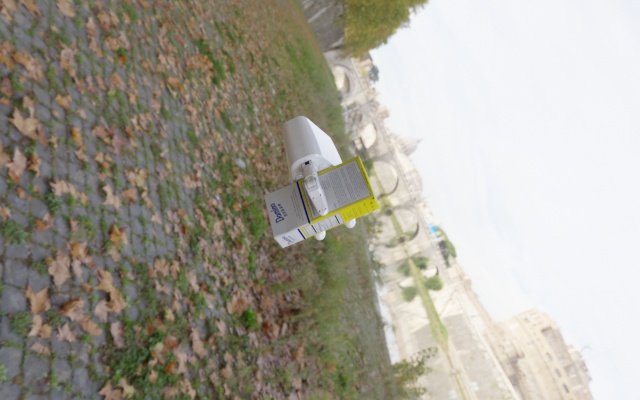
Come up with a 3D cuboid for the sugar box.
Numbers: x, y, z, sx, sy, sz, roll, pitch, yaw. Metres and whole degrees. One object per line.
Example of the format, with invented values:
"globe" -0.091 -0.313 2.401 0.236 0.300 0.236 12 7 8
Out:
"sugar box" 0.000 0.003 0.792 0.176 0.093 0.048 -23 -37 8
